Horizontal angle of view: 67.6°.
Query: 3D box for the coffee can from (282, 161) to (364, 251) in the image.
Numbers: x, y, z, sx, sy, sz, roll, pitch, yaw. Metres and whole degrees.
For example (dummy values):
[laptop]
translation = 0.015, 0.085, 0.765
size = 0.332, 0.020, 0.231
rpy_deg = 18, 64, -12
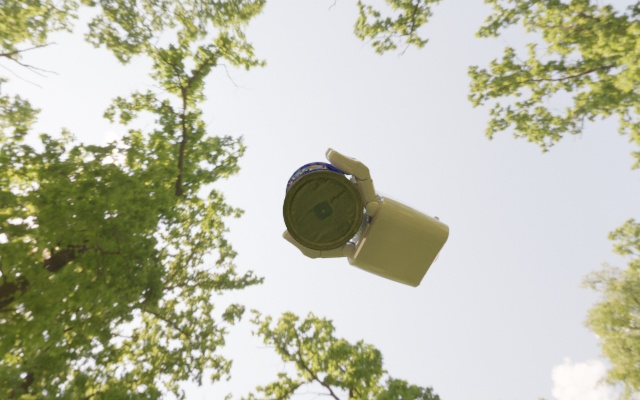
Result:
[coffee can]
translation = 0.000, 0.002, 0.664
size = 0.103, 0.103, 0.140
rpy_deg = 0, 9, -3
